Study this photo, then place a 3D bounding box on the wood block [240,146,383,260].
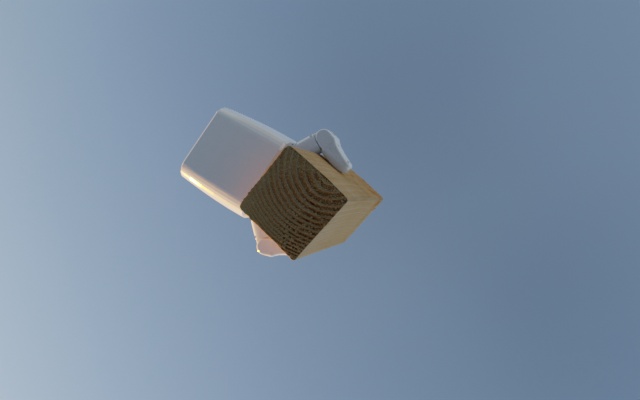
[{"bbox_3d":[0.000,0.001,0.596,0.090,0.091,0.206,43,12,12],"label":"wood block"}]
